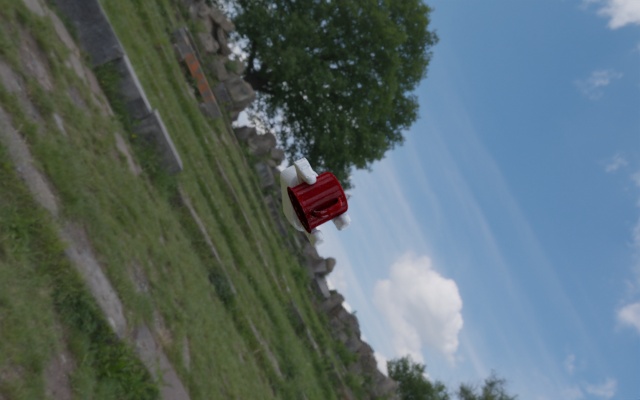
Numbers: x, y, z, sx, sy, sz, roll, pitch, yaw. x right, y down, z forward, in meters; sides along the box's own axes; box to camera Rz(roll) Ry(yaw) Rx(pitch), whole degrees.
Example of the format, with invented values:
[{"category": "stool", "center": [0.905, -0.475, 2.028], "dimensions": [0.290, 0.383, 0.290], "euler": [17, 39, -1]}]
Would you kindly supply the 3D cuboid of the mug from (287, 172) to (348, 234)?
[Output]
[{"category": "mug", "center": [0.001, 0.003, 0.842], "dimensions": [0.081, 0.093, 0.117], "euler": [-26, 19, -11]}]
